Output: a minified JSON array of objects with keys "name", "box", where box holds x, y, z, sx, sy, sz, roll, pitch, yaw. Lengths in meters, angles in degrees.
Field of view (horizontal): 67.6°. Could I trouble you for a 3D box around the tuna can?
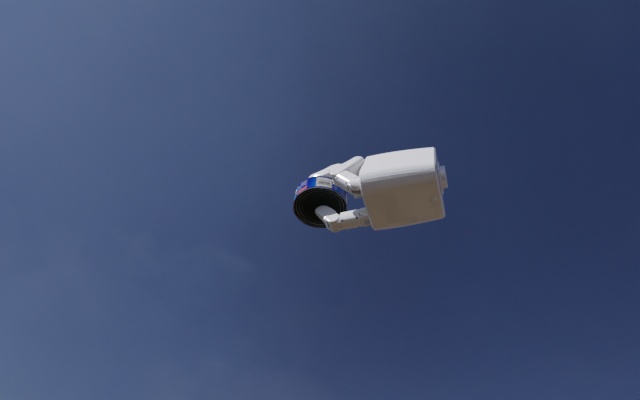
[{"name":"tuna can","box":[0.000,0.002,0.766,0.086,0.086,0.033,0,41,5]}]
